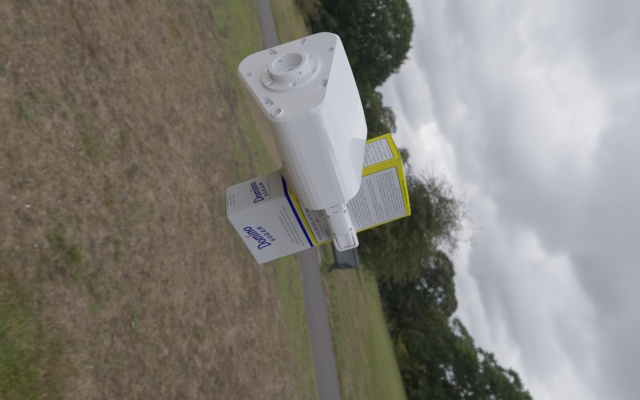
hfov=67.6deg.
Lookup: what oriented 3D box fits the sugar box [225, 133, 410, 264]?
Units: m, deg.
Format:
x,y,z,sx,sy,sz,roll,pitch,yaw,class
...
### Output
x,y,z,sx,sy,sz,roll,pitch,yaw,class
0.000,0.001,0.494,0.176,0.048,0.093,-16,-42,5,sugar box
